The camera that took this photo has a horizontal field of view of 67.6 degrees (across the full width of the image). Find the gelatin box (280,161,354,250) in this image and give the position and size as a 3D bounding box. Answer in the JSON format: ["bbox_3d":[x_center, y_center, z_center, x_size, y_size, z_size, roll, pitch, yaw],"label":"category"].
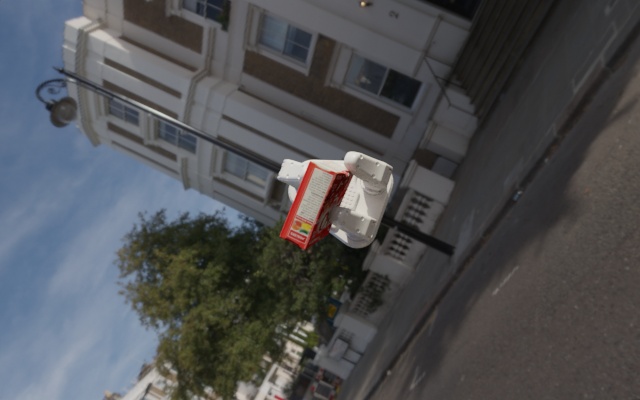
[{"bbox_3d":[0.000,0.001,0.448,0.030,0.073,0.089,25,10,11],"label":"gelatin box"}]
